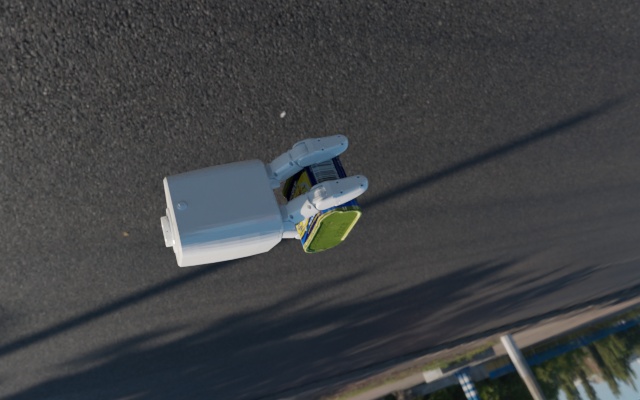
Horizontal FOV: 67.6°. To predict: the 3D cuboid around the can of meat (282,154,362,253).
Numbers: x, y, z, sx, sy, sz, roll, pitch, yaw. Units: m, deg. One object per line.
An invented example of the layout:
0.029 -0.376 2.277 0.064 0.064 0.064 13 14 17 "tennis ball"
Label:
0.000 0.002 0.558 0.057 0.084 0.102 -9 -29 -23 "can of meat"
